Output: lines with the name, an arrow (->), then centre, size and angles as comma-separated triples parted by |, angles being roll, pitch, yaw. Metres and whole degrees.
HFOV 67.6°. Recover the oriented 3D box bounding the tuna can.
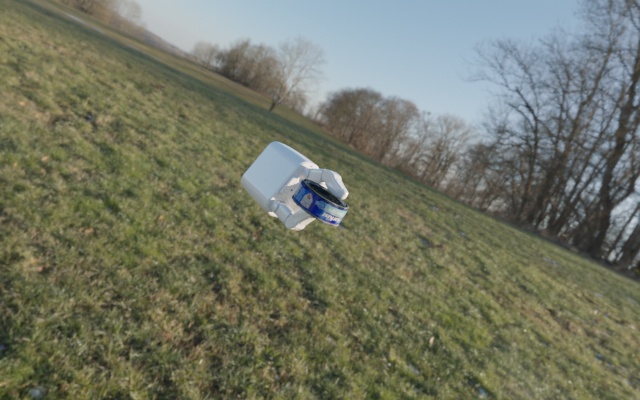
tuna can -> 0.000, 0.002, 0.740 | 0.086, 0.034, 0.086 | 31, 12, -7
